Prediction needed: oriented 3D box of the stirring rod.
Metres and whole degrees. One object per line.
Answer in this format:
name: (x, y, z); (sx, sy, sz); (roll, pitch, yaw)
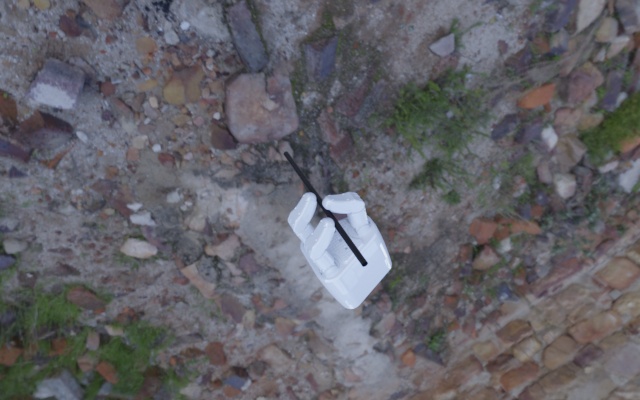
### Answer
stirring rod: (0.000, 0.002, 0.639); (0.011, 0.011, 0.239); (0, 37, -33)
